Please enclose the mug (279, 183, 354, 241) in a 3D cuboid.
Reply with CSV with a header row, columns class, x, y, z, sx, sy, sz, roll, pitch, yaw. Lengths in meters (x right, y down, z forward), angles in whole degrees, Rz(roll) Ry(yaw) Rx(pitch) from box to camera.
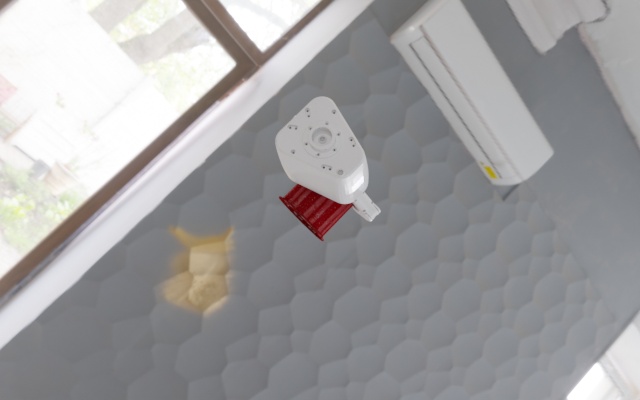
class,x,y,z,sx,sy,sz,roll,pitch,yaw
mug,0.000,0.003,0.721,0.093,0.081,0.117,44,-7,13
